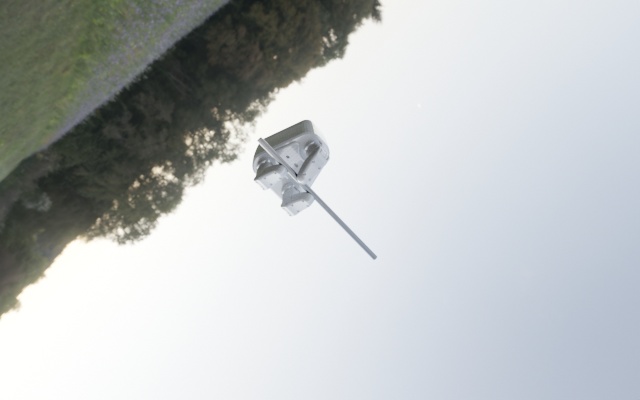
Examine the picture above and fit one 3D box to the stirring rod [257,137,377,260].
[{"bbox_3d":[0.000,0.002,0.655,0.239,0.011,0.011,46,-19,-19],"label":"stirring rod"}]
